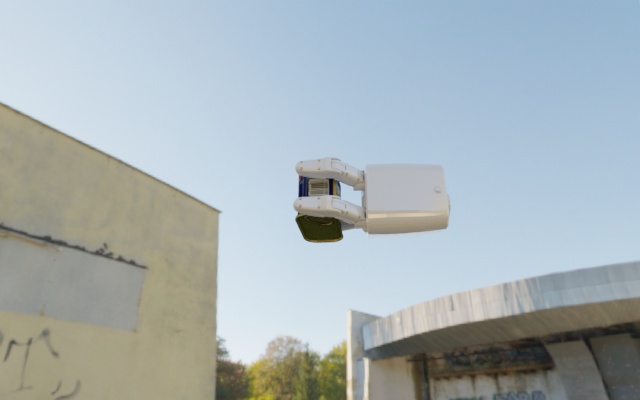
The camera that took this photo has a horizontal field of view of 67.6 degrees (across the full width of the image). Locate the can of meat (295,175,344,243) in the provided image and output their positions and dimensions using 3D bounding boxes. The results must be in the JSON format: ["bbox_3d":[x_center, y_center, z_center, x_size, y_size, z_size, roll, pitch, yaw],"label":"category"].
[{"bbox_3d":[0.000,0.002,0.665,0.057,0.084,0.102,-3,-26,8],"label":"can of meat"}]
